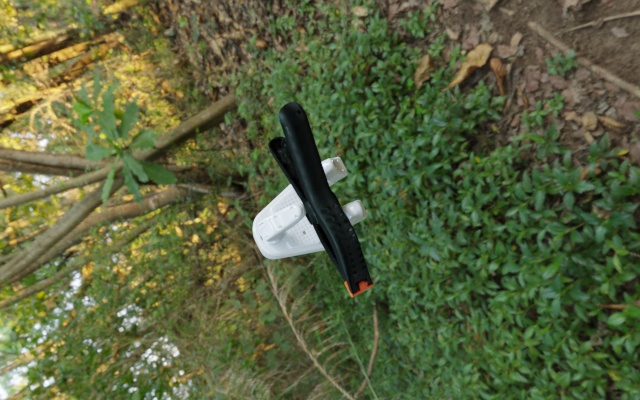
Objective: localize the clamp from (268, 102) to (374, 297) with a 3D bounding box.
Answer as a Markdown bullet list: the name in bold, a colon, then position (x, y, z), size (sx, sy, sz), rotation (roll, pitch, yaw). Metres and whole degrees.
- **clamp**: position (0.000, 0.003, 0.505), size (0.036, 0.210, 0.164), rotation (-26, -6, -10)
